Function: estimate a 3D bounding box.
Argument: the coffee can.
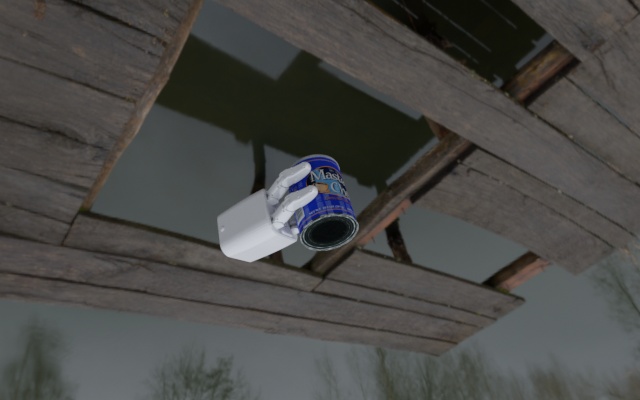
[{"bbox_3d":[0.000,0.003,0.847,0.103,0.140,0.103,-10,-39,-8],"label":"coffee can"}]
